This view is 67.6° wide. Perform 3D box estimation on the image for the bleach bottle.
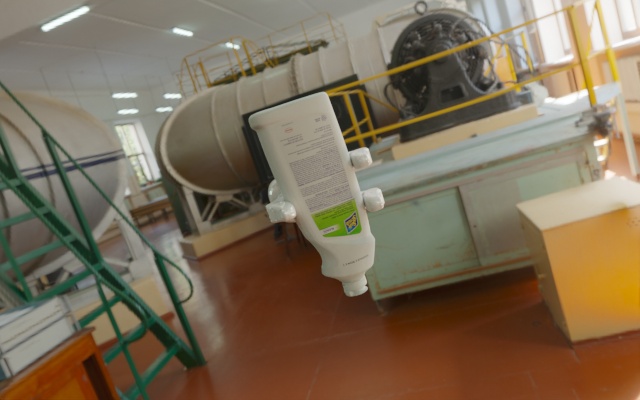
[{"bbox_3d":[0.000,0.002,0.590,0.102,0.251,0.068,-19,9,-7],"label":"bleach bottle"}]
